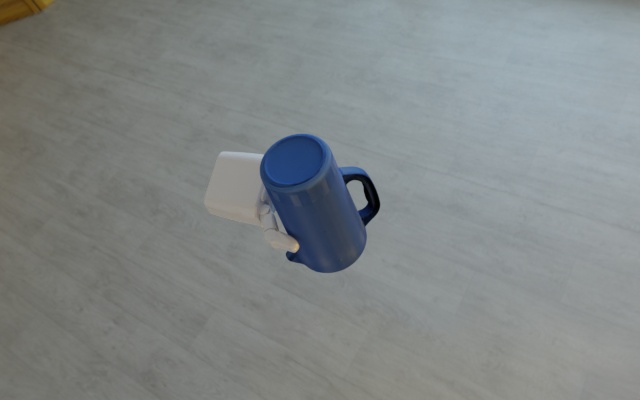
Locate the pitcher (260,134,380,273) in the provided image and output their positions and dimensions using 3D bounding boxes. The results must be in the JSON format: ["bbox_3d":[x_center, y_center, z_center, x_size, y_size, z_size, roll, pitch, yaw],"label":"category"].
[{"bbox_3d":[0.000,0.003,0.768,0.145,0.149,0.243,11,-29,22],"label":"pitcher"}]
